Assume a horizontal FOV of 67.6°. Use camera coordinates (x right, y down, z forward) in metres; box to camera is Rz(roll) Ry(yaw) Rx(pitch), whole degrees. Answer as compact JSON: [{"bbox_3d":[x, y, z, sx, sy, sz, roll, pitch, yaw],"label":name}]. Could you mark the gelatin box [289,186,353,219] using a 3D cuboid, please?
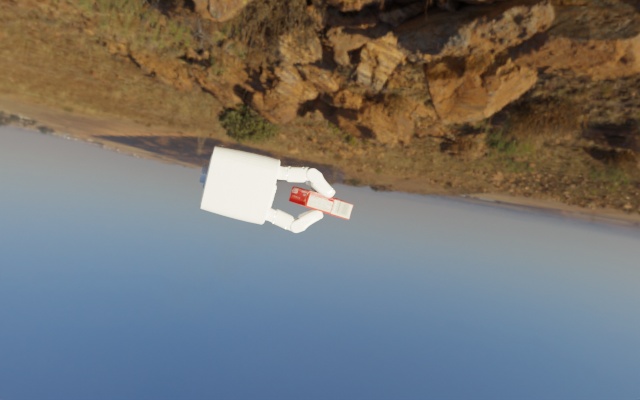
[{"bbox_3d":[0.000,0.003,0.820,0.089,0.030,0.073,17,0,-25],"label":"gelatin box"}]
